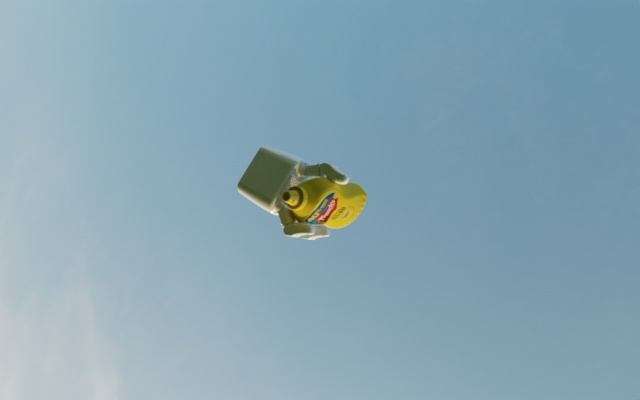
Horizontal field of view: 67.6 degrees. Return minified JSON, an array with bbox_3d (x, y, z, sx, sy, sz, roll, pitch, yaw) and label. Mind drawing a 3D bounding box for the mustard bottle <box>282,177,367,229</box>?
[{"bbox_3d":[0.001,0.003,0.857,0.096,0.058,0.191,-48,-31,22],"label":"mustard bottle"}]
